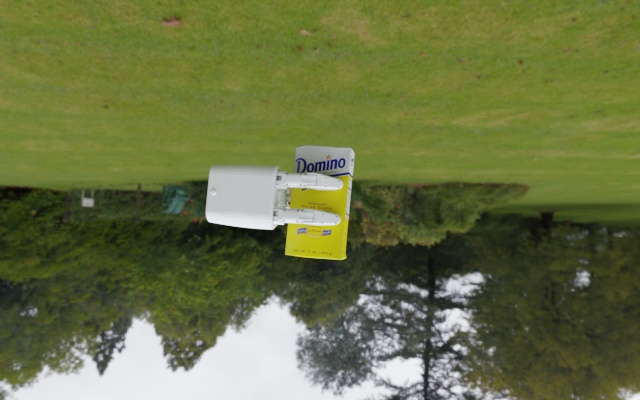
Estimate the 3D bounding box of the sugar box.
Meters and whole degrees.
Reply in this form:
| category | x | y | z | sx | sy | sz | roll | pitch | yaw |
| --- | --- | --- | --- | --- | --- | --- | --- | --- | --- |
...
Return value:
| category | x | y | z | sx | sy | sz | roll | pitch | yaw |
| --- | --- | --- | --- | --- | --- | --- | --- | --- | --- |
| sugar box | 0.000 | 0.003 | 0.758 | 0.093 | 0.176 | 0.048 | 3 | -4 | 12 |
